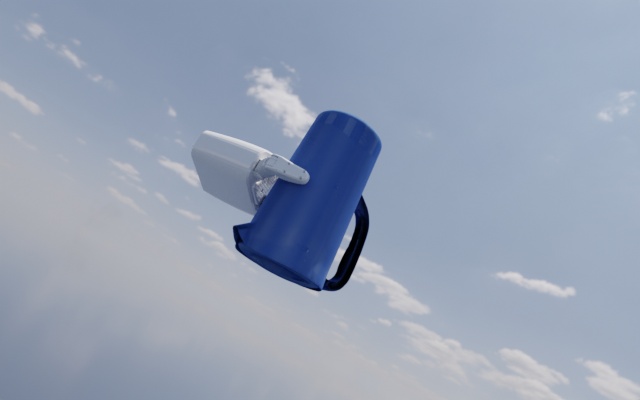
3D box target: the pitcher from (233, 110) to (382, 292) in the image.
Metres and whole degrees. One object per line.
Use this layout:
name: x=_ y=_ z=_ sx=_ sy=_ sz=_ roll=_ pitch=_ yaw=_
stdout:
pitcher: x=0.000 y=0.002 z=0.684 sx=0.145 sy=0.242 sz=0.149 roll=22 pitch=-17 yaw=20
